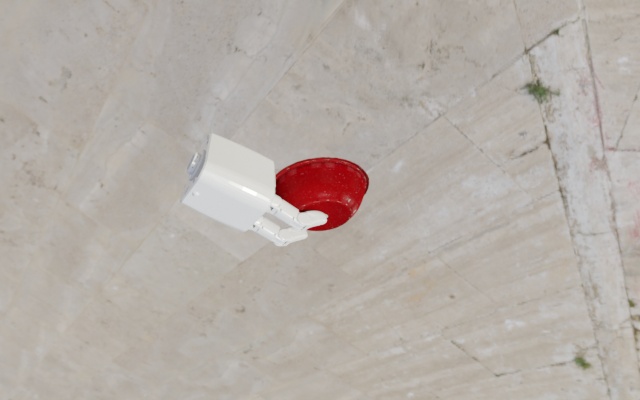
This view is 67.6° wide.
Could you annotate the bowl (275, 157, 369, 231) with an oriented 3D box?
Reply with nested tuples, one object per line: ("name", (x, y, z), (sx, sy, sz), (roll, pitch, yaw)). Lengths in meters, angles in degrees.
("bowl", (0.001, 0.003, 0.747), (0.162, 0.055, 0.162), (-5, -33, -3))
